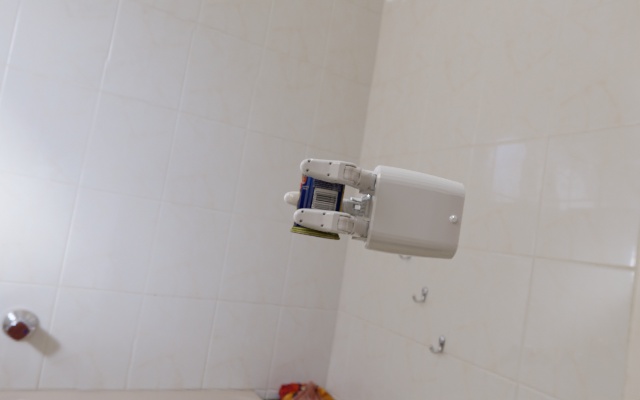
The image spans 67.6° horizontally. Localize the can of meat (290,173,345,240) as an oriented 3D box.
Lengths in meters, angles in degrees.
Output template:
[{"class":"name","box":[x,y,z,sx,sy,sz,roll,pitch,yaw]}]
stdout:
[{"class":"can of meat","box":[0.000,0.002,0.573,0.057,0.084,0.102,10,-5,0]}]
